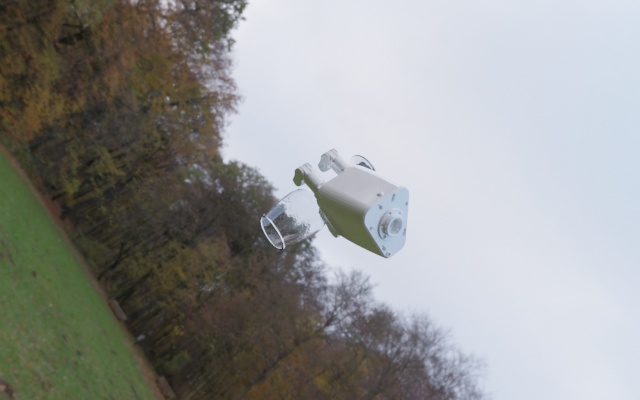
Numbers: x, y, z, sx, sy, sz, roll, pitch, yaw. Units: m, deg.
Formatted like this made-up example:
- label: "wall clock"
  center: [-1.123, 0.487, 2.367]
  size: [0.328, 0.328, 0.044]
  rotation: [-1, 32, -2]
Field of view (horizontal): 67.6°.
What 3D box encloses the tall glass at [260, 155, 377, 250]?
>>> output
- label: "tall glass"
  center: [0.001, 0.002, 0.781]
  size: [0.201, 0.079, 0.079]
  rotation: [-32, 14, -24]
